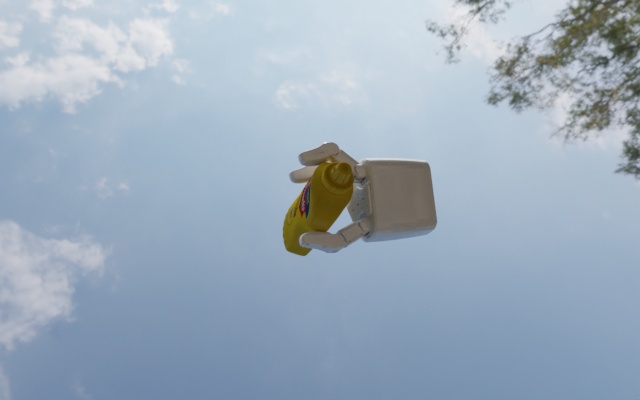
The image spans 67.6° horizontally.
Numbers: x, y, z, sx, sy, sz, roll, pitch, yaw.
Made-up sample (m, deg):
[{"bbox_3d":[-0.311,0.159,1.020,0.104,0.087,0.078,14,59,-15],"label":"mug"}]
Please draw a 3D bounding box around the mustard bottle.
[{"bbox_3d":[0.000,0.002,0.661,0.058,0.096,0.192,20,-31,-11],"label":"mustard bottle"}]
